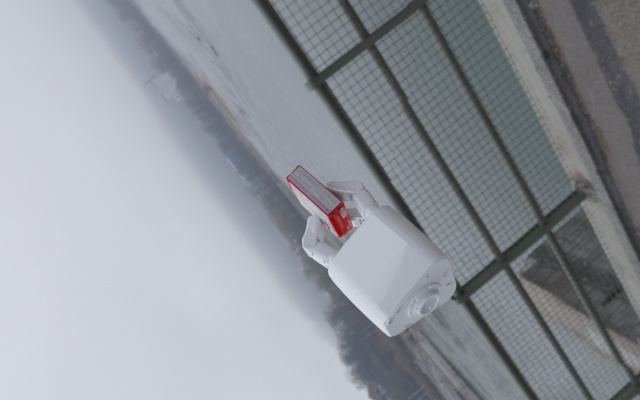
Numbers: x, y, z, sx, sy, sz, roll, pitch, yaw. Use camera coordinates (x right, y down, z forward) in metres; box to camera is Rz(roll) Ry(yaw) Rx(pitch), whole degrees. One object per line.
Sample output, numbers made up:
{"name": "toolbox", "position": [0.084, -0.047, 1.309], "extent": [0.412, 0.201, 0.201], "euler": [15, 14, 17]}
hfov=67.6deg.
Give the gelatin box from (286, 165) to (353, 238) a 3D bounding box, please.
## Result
{"name": "gelatin box", "position": [0.000, 0.002, 0.640], "extent": [0.089, 0.030, 0.073], "euler": [41, -11, 28]}
